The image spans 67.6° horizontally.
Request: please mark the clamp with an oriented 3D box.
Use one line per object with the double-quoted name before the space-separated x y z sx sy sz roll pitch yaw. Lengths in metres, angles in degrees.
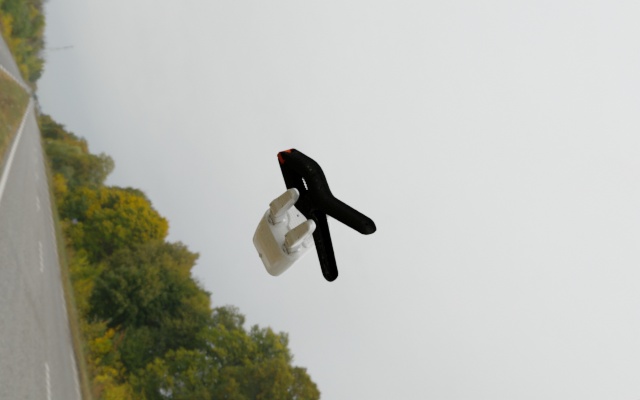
"clamp" 0.000 0.002 0.703 0.036 0.210 0.165 -19 -17 -32
